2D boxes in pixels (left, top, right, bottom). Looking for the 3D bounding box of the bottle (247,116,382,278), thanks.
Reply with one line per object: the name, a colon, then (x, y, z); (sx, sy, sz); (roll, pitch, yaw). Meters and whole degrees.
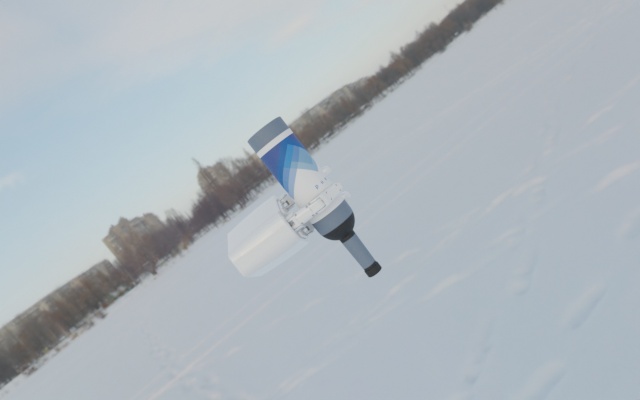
bottle: (0.000, 0.002, 0.769); (0.069, 0.296, 0.069); (-37, 6, 4)
